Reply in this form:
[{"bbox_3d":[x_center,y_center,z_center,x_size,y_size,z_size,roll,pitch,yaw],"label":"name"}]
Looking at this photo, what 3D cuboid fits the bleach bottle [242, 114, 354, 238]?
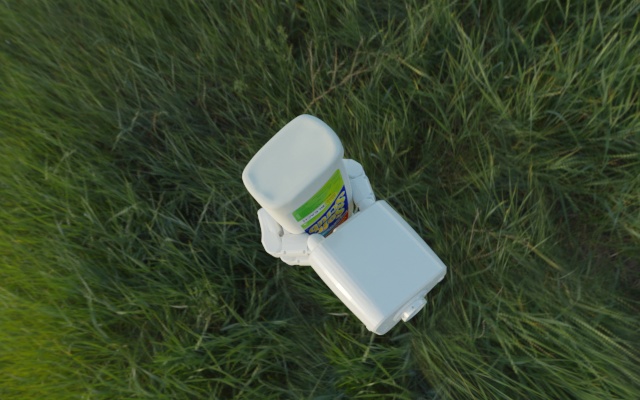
[{"bbox_3d":[0.000,0.002,0.565,0.068,0.102,0.251,46,-2,23],"label":"bleach bottle"}]
